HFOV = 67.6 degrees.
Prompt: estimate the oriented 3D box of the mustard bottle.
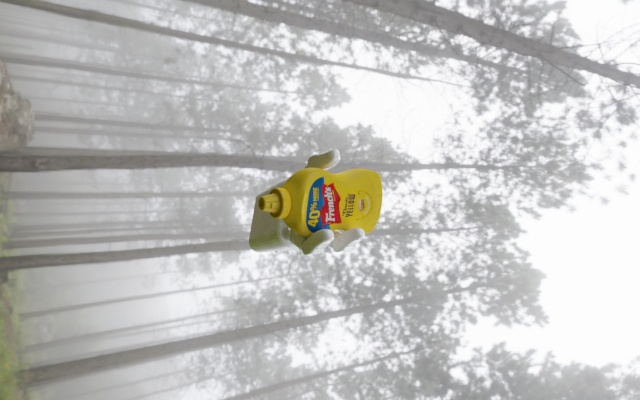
[{"bbox_3d":[0.001,0.002,0.673,0.191,0.096,0.058,-1,14,-36],"label":"mustard bottle"}]
